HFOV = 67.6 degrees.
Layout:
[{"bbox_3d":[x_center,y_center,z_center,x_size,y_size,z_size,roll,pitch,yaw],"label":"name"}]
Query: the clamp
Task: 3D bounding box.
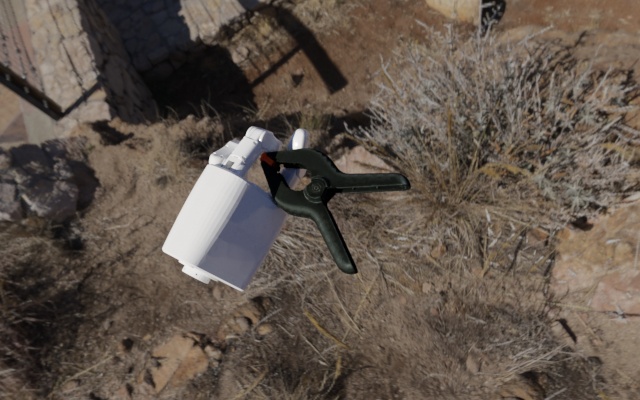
[{"bbox_3d":[0.000,0.001,0.528,0.171,0.120,0.039,21,-14,22],"label":"clamp"}]
